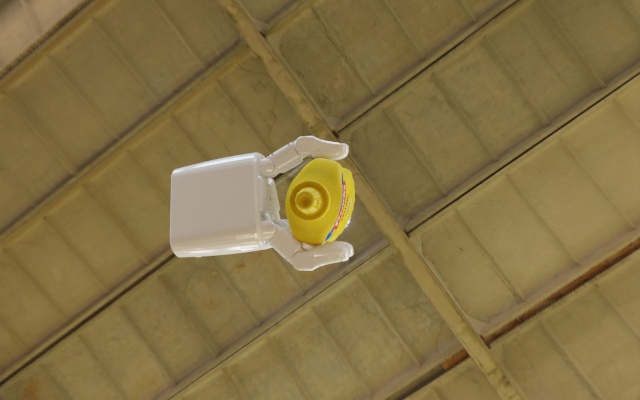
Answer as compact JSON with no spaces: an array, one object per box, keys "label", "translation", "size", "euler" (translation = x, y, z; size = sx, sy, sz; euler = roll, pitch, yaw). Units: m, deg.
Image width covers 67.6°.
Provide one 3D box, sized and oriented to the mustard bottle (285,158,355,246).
[{"label":"mustard bottle","translation":[0.000,0.002,0.540],"size":[0.058,0.096,0.191],"euler":[16,1,10]}]
